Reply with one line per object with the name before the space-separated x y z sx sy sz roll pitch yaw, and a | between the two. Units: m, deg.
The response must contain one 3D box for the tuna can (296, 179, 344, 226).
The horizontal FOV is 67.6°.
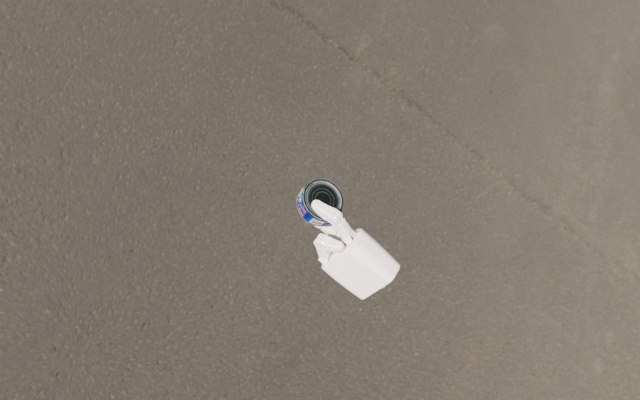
tuna can | 0.000 0.003 0.896 0.086 0.086 0.034 0 -20 -22
